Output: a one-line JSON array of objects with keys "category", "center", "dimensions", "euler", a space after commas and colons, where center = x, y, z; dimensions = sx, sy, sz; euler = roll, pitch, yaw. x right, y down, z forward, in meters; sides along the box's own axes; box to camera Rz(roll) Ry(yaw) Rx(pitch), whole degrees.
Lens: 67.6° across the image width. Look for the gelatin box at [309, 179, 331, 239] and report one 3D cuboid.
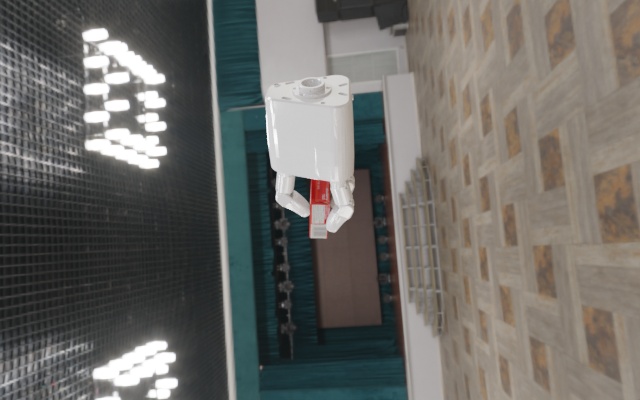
[{"category": "gelatin box", "center": [0.000, 0.003, 0.707], "dimensions": [0.030, 0.073, 0.089], "euler": [2, -39, 0]}]
